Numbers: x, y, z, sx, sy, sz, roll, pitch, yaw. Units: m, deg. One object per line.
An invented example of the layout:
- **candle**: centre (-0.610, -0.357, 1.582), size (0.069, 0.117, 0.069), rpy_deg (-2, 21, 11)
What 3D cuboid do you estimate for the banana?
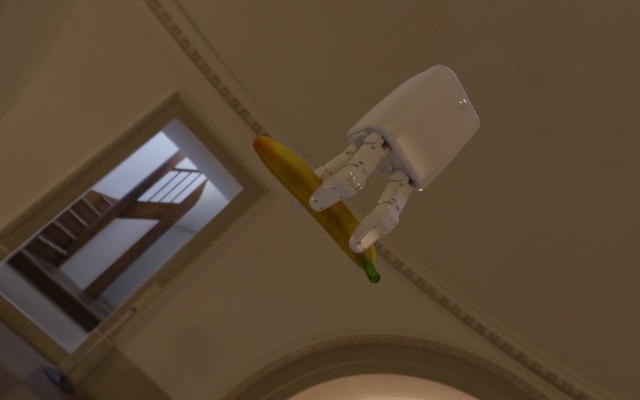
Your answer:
- **banana**: centre (0.001, 0.004, 0.527), size (0.037, 0.198, 0.069), rpy_deg (-42, 3, 0)
